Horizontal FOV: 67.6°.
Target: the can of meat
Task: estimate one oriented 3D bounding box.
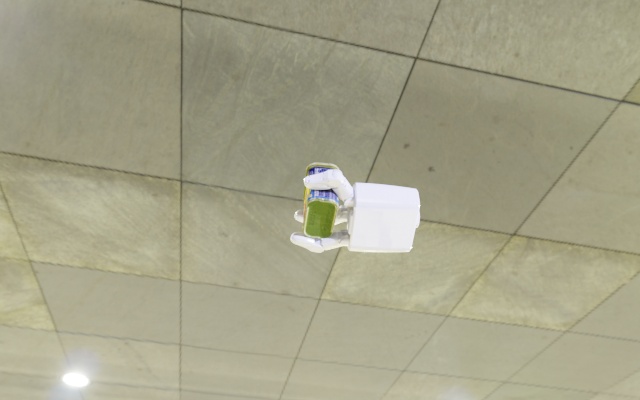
[{"bbox_3d":[0.000,0.003,0.800,0.057,0.083,0.102,5,-43,-4],"label":"can of meat"}]
